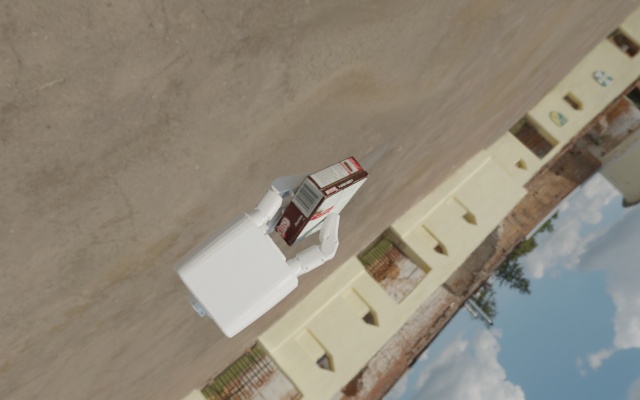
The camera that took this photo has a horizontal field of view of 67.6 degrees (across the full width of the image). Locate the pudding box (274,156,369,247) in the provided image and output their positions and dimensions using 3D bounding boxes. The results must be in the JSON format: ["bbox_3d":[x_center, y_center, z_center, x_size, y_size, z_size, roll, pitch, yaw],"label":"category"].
[{"bbox_3d":[0.000,0.002,0.615,0.090,0.039,0.113,-28,-17,-43],"label":"pudding box"}]
